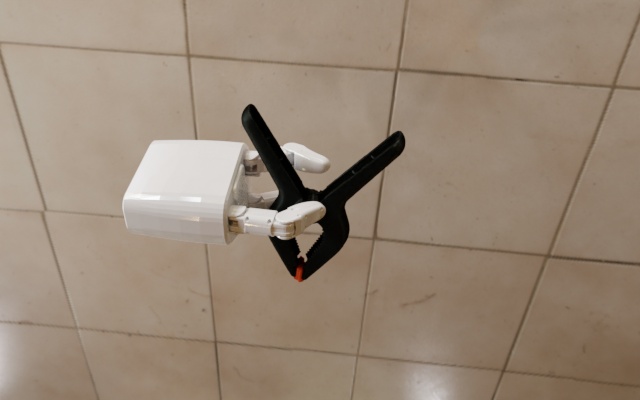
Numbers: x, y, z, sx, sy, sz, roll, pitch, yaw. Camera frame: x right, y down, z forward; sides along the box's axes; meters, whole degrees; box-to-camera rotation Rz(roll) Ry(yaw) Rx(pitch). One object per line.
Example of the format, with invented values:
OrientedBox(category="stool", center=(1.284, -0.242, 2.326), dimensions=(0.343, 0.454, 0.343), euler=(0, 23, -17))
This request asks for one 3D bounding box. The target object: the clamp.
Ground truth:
OrientedBox(category="clamp", center=(0.000, 0.003, 0.518), dimensions=(0.164, 0.210, 0.036), euler=(5, 31, 5))
